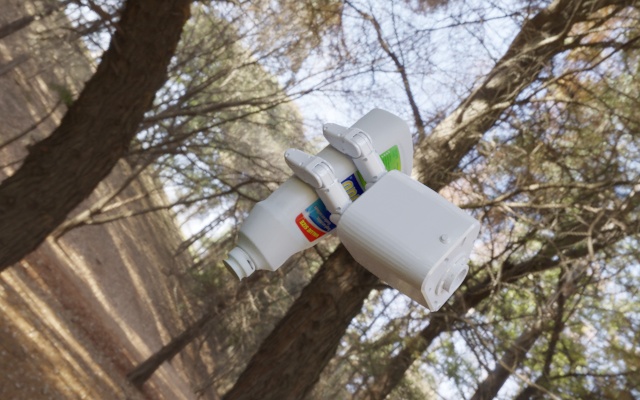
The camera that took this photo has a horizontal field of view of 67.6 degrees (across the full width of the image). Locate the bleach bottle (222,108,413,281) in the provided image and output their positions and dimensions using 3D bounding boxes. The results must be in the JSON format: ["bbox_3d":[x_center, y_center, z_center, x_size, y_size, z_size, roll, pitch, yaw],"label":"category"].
[{"bbox_3d":[0.000,0.002,0.533,0.250,0.103,0.068,-40,54,-23],"label":"bleach bottle"}]
